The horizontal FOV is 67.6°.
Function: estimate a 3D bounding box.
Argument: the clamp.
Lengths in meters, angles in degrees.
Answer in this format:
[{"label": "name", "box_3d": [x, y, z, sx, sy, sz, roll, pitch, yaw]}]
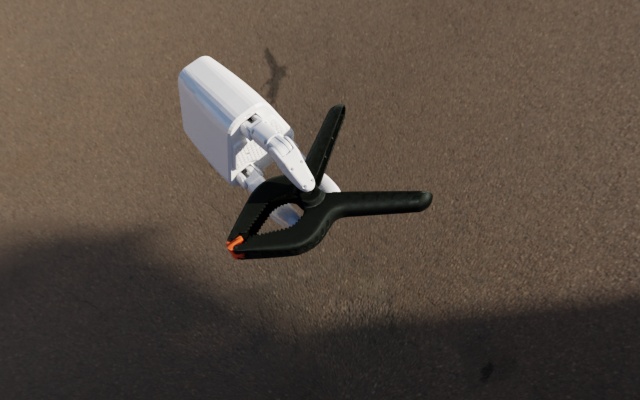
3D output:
[{"label": "clamp", "box_3d": [-0.001, 0.001, 0.502, 0.164, 0.210, 0.036, 43, -16, 26]}]
